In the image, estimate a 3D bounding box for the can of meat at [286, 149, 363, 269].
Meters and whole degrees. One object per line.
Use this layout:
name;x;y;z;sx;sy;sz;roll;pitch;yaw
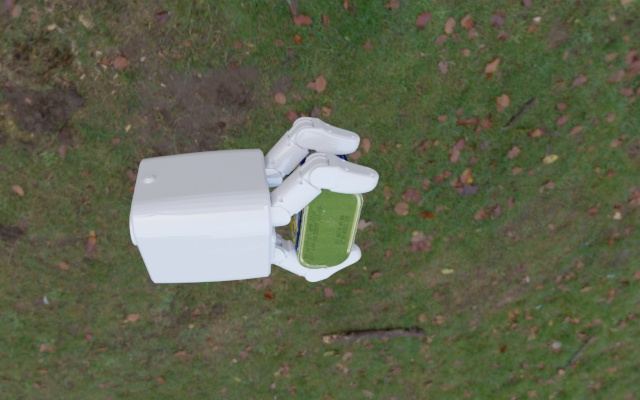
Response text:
can of meat;0.000;0.002;0.450;0.057;0.102;0.084;-1;38;-12
